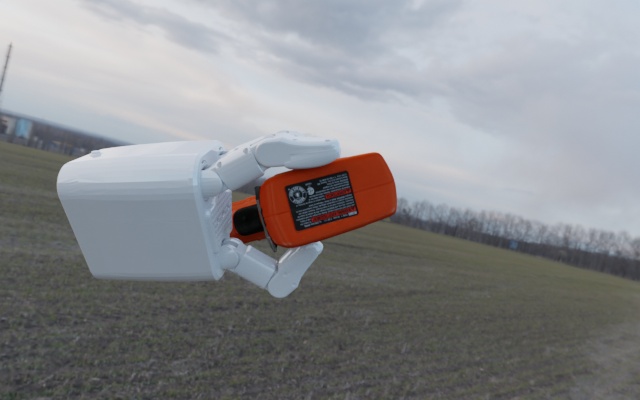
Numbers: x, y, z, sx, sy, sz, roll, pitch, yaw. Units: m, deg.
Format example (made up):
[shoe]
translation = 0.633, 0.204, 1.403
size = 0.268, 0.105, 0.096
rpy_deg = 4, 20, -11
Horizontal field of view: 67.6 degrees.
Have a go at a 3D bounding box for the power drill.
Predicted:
[power drill]
translation = 0.000, 0.001, 0.446
size = 0.184, 0.057, 0.187
rpy_deg = -17, -1, -15
